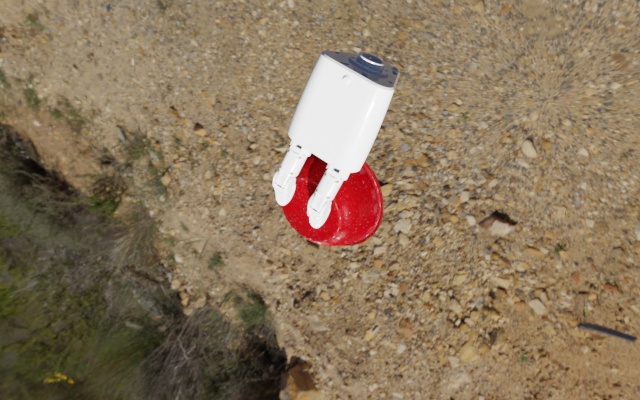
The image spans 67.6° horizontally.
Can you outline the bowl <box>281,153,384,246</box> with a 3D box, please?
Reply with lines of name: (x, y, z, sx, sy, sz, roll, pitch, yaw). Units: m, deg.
bowl: (0.000, 0.003, 0.636, 0.162, 0.162, 0.055, 0, 26, 36)
